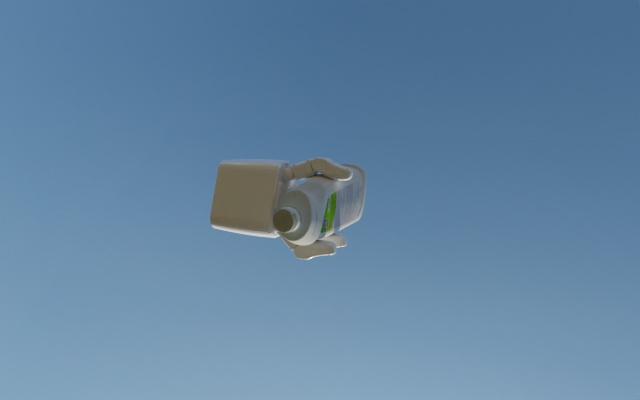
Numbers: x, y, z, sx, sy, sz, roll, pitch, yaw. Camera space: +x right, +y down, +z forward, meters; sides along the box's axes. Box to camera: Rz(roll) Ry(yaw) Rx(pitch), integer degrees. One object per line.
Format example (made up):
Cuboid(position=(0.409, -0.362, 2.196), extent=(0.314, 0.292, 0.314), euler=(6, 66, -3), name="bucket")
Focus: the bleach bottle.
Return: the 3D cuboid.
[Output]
Cuboid(position=(0.000, 0.002, 0.691), extent=(0.068, 0.102, 0.251), euler=(7, 9, 20), name="bleach bottle")
